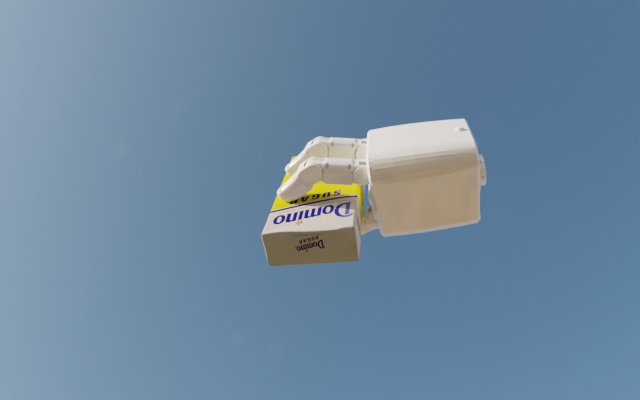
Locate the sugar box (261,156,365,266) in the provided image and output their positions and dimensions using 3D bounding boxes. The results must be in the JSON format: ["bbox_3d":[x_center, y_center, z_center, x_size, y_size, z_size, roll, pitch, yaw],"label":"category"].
[{"bbox_3d":[0.000,0.001,0.531,0.093,0.048,0.176,-5,27,10],"label":"sugar box"}]
